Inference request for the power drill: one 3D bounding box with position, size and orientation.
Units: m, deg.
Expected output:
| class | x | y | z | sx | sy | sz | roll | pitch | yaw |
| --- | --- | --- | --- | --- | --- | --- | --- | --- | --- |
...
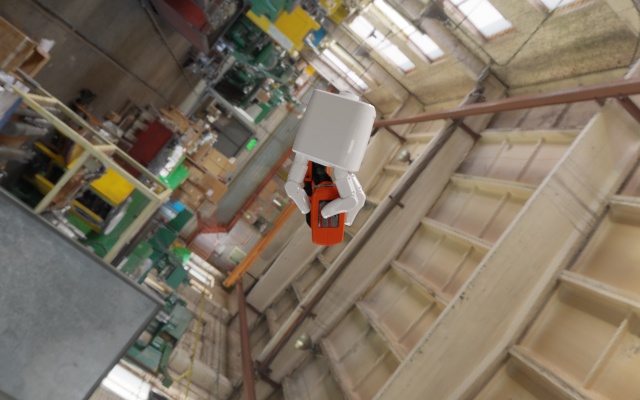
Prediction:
| class | x | y | z | sx | sy | sz | roll | pitch | yaw |
| --- | --- | --- | --- | --- | --- | --- | --- | --- | --- |
| power drill | 0.000 | 0.003 | 0.859 | 0.057 | 0.184 | 0.187 | -4 | 26 | -8 |
